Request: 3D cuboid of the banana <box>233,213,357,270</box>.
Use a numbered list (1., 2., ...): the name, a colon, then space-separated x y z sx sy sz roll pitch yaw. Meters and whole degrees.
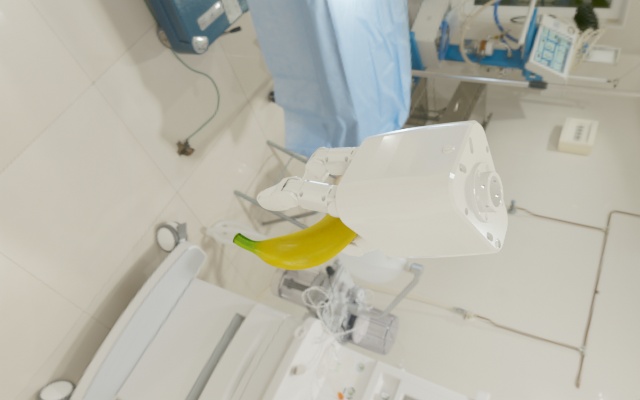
1. banana: 0.008 0.019 0.486 0.197 0.069 0.037 -31 -1 -41
